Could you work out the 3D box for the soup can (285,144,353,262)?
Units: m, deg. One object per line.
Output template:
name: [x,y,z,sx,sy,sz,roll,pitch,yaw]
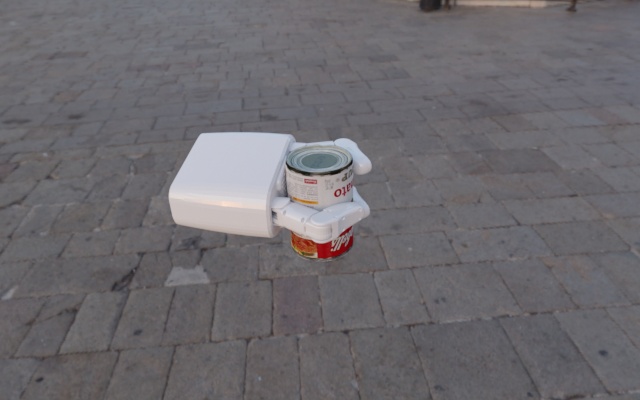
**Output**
soup can: [0.001,0.001,0.489,0.068,0.102,0.068,-1,30,1]
